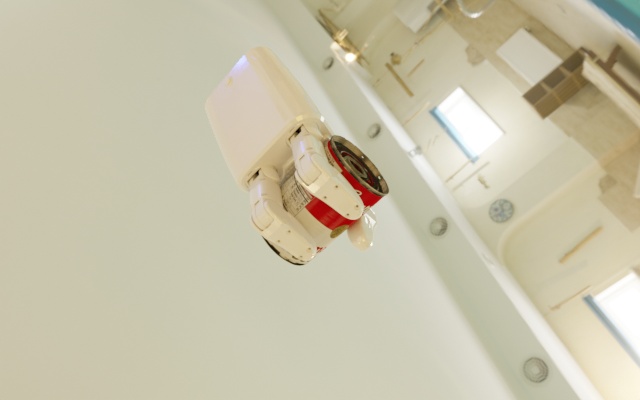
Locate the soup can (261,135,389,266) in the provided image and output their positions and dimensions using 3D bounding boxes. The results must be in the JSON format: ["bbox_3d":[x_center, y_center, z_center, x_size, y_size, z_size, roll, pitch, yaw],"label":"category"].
[{"bbox_3d":[0.000,0.002,0.421,0.102,0.068,0.068,-43,-18,20],"label":"soup can"}]
